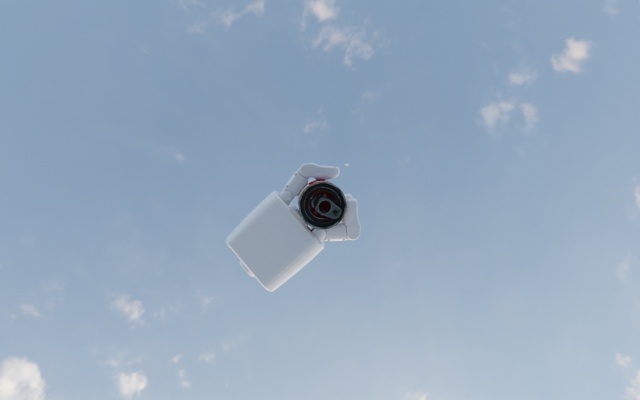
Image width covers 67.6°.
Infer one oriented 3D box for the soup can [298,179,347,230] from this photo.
[{"bbox_3d":[0.000,0.002,0.718,0.068,0.068,0.102,0,6,-3],"label":"soup can"}]
